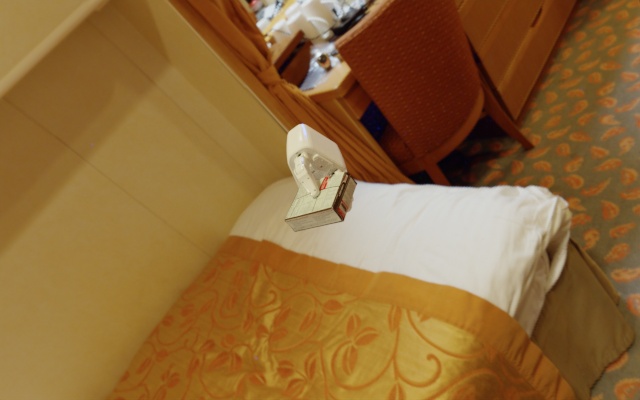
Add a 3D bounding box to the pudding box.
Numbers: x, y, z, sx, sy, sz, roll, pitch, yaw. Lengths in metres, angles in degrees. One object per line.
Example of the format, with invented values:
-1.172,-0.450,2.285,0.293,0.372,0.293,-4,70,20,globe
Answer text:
0.000,0.003,0.832,0.113,0.090,0.039,-16,-51,39,pudding box
